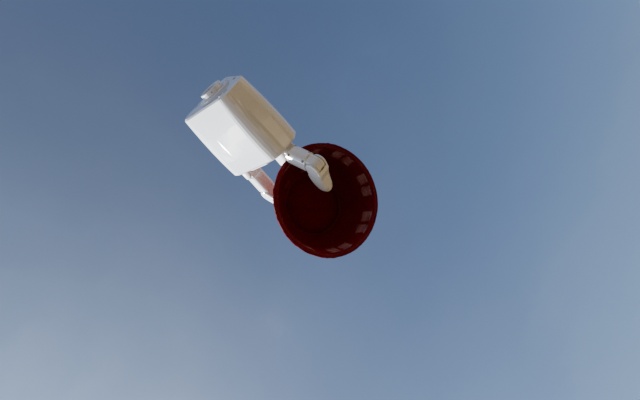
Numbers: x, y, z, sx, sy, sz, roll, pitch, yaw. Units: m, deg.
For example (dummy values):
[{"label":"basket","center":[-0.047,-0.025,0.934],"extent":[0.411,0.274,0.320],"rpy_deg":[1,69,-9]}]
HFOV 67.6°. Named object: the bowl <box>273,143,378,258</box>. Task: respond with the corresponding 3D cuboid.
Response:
[{"label":"bowl","center":[0.001,0.003,0.684],"extent":[0.162,0.162,0.055],"rpy_deg":[0,-8,-25]}]
